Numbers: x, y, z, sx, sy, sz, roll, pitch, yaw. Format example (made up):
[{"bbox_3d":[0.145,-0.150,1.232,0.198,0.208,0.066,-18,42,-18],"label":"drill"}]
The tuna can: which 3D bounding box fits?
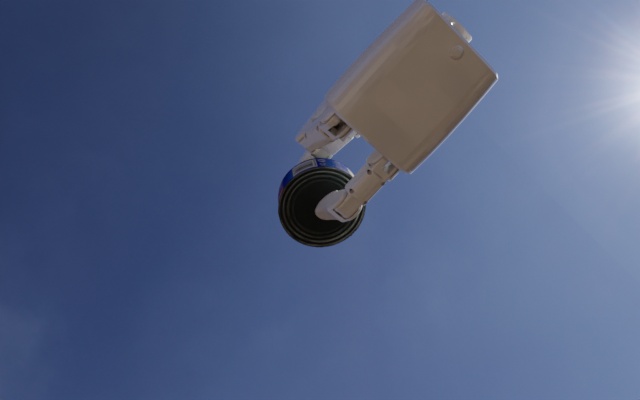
[{"bbox_3d":[0.000,0.001,0.478,0.086,0.086,0.033,0,24,-7],"label":"tuna can"}]
